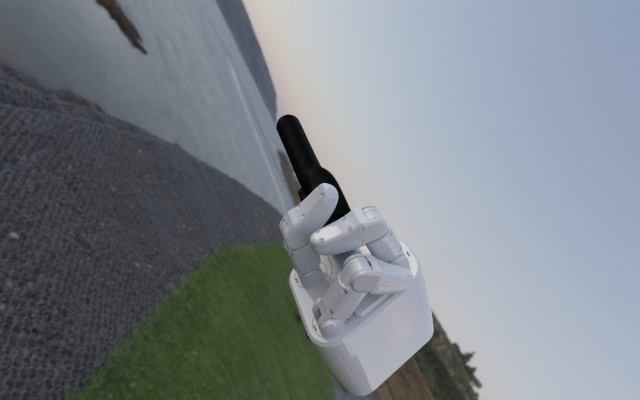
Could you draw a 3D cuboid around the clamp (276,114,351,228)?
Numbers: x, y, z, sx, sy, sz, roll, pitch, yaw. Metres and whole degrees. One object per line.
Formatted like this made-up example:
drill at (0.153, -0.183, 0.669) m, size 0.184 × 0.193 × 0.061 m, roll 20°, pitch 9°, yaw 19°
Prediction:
clamp at (0.001, 0.001, 0.464) m, size 0.039 × 0.120 × 0.171 m, roll -24°, pitch 41°, yaw -2°
